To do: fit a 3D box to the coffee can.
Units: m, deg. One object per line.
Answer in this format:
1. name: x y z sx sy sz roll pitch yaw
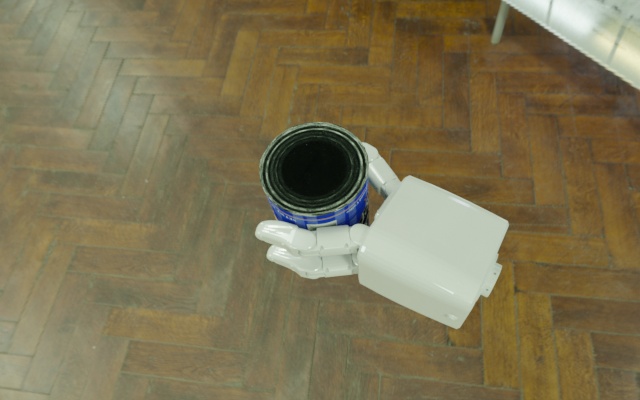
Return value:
1. coffee can: 0.000 0.002 0.500 0.103 0.102 0.140 0 -28 6
